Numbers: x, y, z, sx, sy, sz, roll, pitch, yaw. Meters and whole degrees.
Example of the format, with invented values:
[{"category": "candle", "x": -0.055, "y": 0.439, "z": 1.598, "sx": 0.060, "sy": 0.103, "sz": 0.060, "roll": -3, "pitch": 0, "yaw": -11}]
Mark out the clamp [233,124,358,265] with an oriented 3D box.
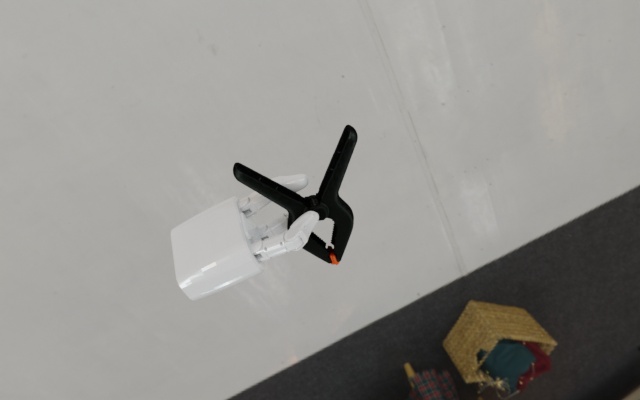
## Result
[{"category": "clamp", "x": 0.000, "y": 0.003, "z": 0.652, "sx": 0.164, "sy": 0.210, "sz": 0.036, "roll": -24, "pitch": 34, "yaw": 7}]
